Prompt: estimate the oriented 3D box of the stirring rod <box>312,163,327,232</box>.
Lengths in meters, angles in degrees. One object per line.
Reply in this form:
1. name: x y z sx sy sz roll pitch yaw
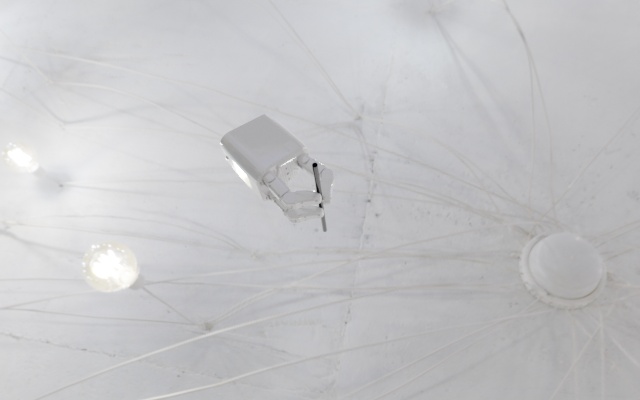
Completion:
1. stirring rod: 0.000 0.002 0.774 0.011 0.011 0.240 0 -26 4
